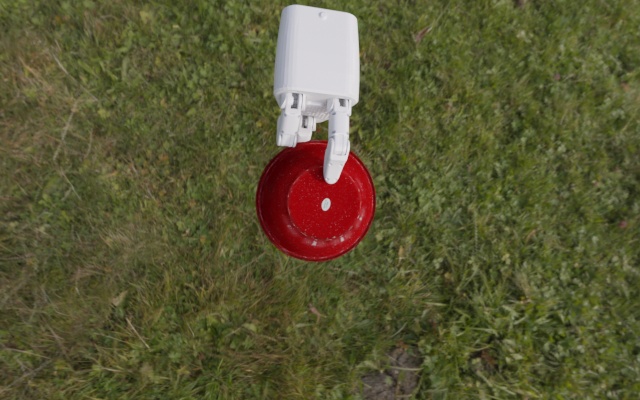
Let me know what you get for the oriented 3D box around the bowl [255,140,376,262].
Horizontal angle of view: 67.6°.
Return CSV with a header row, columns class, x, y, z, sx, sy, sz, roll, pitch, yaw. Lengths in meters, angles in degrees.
class,x,y,z,sx,sy,sz,roll,pitch,yaw
bowl,0.000,0.003,0.604,0.162,0.162,0.055,0,3,-11
